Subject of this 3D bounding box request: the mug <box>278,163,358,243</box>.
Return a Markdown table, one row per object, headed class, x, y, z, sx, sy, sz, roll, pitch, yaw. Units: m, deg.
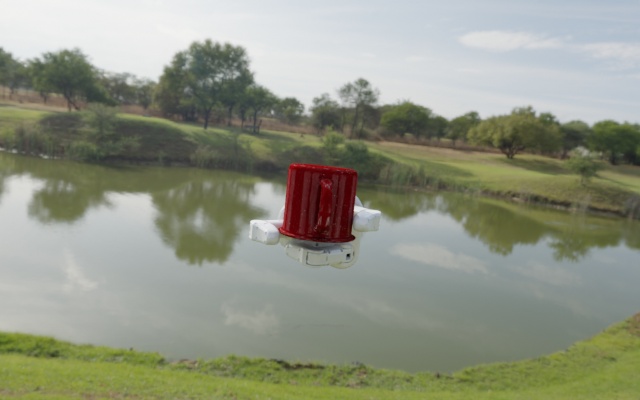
| class | x | y | z | sx | sy | sz | roll | pitch | yaw |
| --- | --- | --- | --- | --- | --- | --- | --- | --- | --- |
| mug | 0.000 | 0.002 | 0.548 | 0.093 | 0.081 | 0.117 | 6 | 6 | -3 |
